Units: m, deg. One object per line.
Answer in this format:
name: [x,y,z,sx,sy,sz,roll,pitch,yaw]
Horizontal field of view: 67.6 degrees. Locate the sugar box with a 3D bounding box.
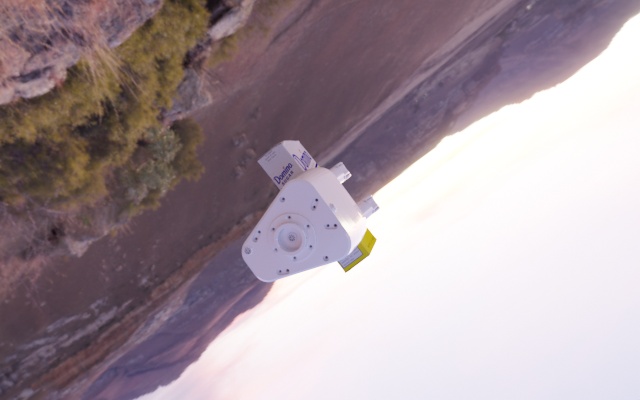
sugar box: [0.001,0.002,0.617,0.048,0.176,0.093,-36,0,14]
